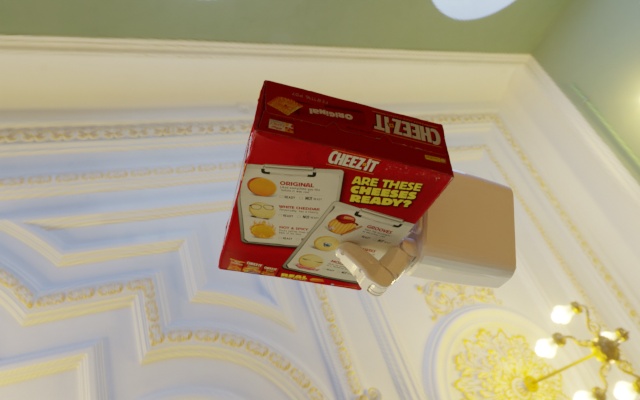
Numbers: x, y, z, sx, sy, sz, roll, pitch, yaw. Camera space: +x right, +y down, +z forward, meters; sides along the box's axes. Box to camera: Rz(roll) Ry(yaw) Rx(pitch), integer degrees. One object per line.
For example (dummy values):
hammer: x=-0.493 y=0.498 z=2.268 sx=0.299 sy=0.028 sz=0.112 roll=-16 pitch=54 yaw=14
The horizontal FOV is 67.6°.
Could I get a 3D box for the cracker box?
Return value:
cracker box: x=0.000 y=0.002 z=0.461 sx=0.164 sy=0.072 sz=0.214 roll=11 pitch=-39 yaw=-13
